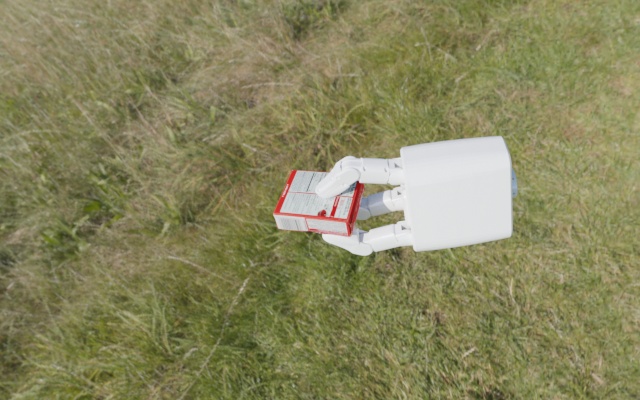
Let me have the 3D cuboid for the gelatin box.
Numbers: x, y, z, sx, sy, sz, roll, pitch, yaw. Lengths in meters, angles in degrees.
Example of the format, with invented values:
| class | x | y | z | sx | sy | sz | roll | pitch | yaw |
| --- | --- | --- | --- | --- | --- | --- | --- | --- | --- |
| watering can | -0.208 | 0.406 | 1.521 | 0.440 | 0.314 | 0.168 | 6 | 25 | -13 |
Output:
| class | x | y | z | sx | sy | sz | roll | pitch | yaw |
| --- | --- | --- | --- | --- | --- | --- | --- | --- | --- |
| gelatin box | 0.000 | 0.001 | 0.544 | 0.089 | 0.073 | 0.030 | 5 | -42 | 16 |
